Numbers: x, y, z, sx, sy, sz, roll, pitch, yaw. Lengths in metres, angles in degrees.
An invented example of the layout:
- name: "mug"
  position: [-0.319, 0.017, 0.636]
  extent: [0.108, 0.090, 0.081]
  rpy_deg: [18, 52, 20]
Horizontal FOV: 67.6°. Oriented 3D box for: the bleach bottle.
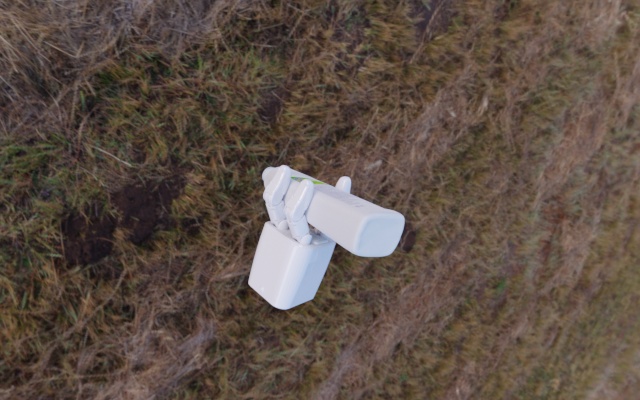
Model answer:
- name: "bleach bottle"
  position: [0.000, 0.002, 0.727]
  extent: [0.102, 0.068, 0.250]
  rpy_deg: [6, 17, -45]
